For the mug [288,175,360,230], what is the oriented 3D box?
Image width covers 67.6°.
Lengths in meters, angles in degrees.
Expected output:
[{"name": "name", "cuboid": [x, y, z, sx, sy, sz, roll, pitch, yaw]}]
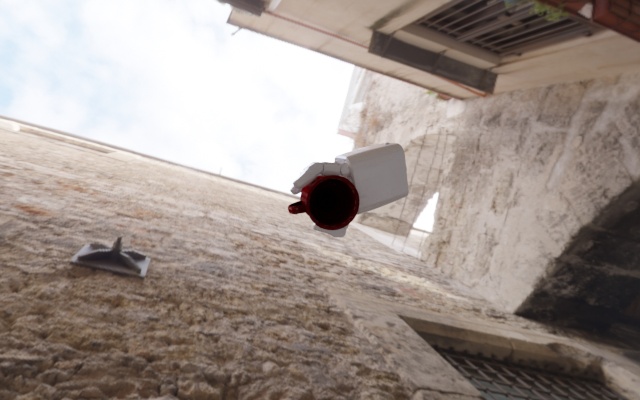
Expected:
[{"name": "mug", "cuboid": [-0.001, 0.003, 0.829, 0.117, 0.093, 0.081, -17, 11, -12]}]
